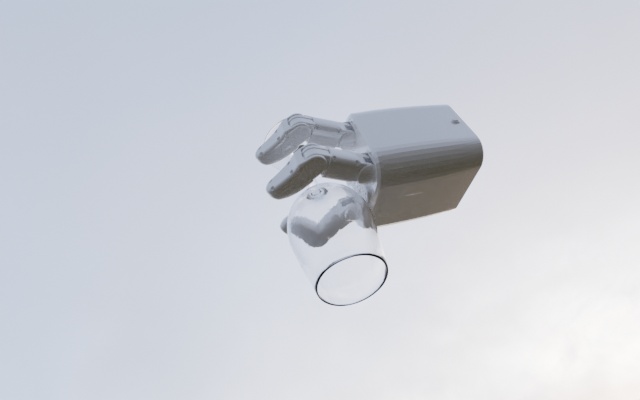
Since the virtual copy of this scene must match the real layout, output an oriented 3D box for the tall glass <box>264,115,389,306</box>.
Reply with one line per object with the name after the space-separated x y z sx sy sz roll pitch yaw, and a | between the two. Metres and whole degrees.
0.000 0.001 0.452 0.079 0.079 0.201 0 39 -19 | tall glass
